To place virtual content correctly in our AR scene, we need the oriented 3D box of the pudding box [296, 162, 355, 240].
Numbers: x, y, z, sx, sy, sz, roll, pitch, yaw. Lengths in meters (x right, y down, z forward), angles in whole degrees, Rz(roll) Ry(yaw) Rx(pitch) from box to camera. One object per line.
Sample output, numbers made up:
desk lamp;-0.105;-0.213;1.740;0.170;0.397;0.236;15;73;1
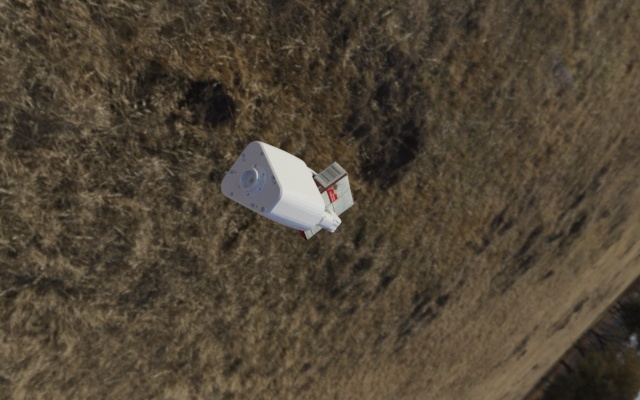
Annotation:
pudding box;0.000;0.003;0.797;0.113;0.039;0.090;-36;-34;-13
